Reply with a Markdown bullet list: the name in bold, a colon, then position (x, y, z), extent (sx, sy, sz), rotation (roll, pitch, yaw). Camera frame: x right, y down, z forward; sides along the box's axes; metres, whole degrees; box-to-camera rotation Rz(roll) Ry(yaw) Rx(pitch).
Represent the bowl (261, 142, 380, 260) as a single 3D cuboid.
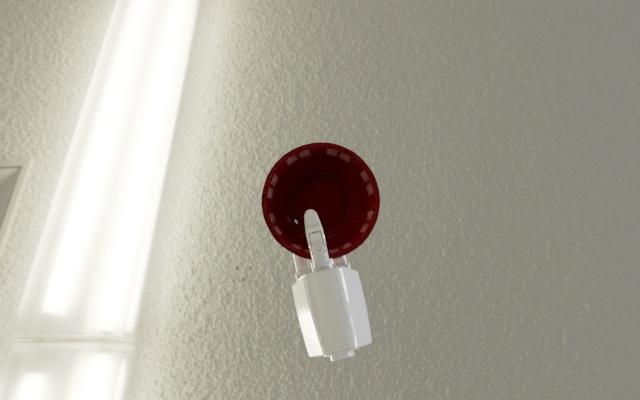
- **bowl**: position (0.000, 0.001, 0.674), extent (0.162, 0.162, 0.055), rotation (0, -3, -1)
